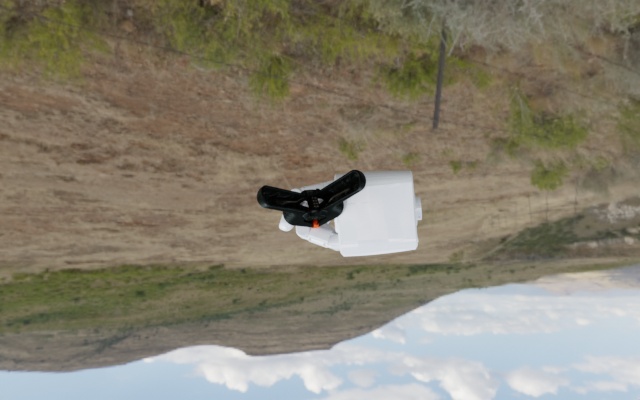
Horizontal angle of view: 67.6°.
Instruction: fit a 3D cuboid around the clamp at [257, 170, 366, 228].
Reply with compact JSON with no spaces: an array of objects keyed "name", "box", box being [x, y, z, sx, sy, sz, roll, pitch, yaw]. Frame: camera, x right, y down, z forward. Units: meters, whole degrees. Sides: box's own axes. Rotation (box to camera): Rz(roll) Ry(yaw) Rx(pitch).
[{"name":"clamp","box":[0.000,0.003,0.587,0.120,0.039,0.171,-7,-12,7]}]
